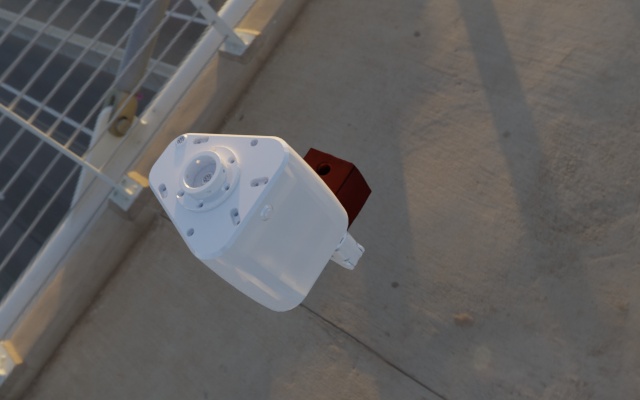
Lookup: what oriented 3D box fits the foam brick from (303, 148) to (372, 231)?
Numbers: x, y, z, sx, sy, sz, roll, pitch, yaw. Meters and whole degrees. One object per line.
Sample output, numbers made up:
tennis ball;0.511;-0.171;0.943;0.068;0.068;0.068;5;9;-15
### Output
foam brick;0.000;0.001;0.434;0.053;0.078;0.051;25;-15;34
